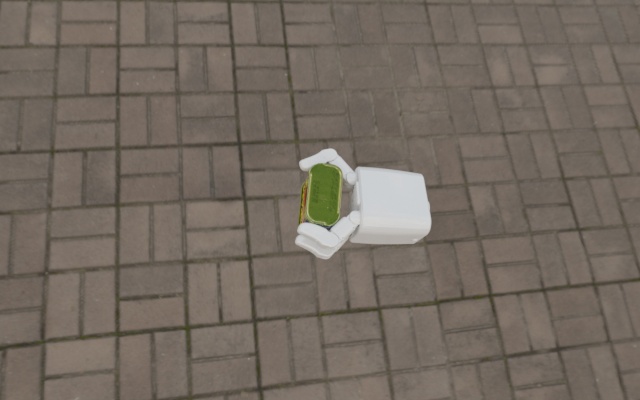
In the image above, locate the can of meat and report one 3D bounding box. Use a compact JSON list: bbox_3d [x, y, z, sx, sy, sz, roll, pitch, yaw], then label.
[{"bbox_3d":[0.000,0.002,0.731,0.057,0.102,0.084,7,-19,-7],"label":"can of meat"}]
